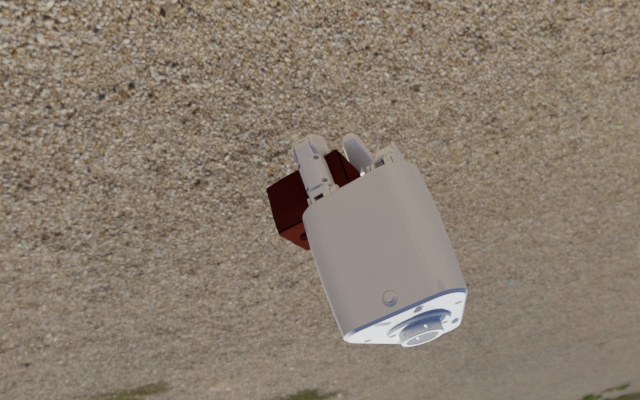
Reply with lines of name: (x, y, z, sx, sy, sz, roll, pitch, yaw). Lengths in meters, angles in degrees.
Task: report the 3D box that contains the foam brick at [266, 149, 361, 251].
foam brick: (0.000, 0.001, 0.429, 0.078, 0.051, 0.053, -28, -32, 17)
